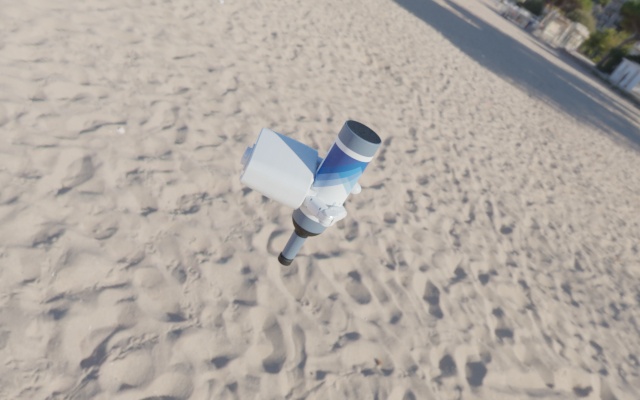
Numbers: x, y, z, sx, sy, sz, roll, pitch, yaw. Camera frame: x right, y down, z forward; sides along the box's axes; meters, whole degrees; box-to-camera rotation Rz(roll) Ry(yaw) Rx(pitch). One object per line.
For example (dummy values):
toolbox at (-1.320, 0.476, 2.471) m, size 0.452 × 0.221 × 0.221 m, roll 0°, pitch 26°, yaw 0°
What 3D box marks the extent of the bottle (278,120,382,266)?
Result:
bottle at (0.000, 0.003, 0.816) m, size 0.069 × 0.296 × 0.069 m, roll 24°, pitch 30°, yaw -15°
